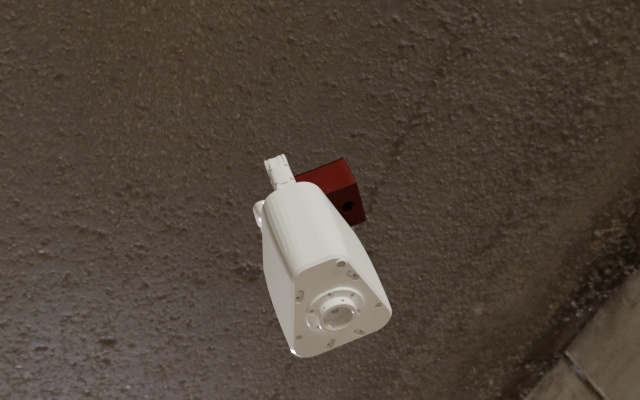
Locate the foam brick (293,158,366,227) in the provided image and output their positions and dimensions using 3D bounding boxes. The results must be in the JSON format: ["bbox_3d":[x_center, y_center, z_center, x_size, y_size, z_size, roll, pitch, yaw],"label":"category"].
[{"bbox_3d":[0.000,0.001,0.487,0.078,0.053,0.051,-21,37,-4],"label":"foam brick"}]
